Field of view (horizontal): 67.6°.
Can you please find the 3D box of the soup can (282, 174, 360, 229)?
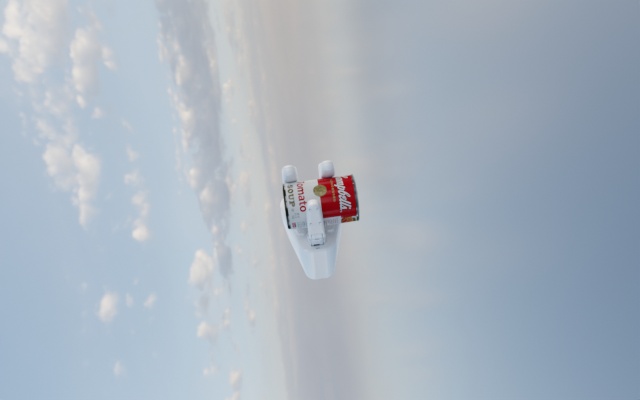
[{"bbox_3d":[0.000,0.002,0.683,0.102,0.068,0.068,-7,0,-2],"label":"soup can"}]
